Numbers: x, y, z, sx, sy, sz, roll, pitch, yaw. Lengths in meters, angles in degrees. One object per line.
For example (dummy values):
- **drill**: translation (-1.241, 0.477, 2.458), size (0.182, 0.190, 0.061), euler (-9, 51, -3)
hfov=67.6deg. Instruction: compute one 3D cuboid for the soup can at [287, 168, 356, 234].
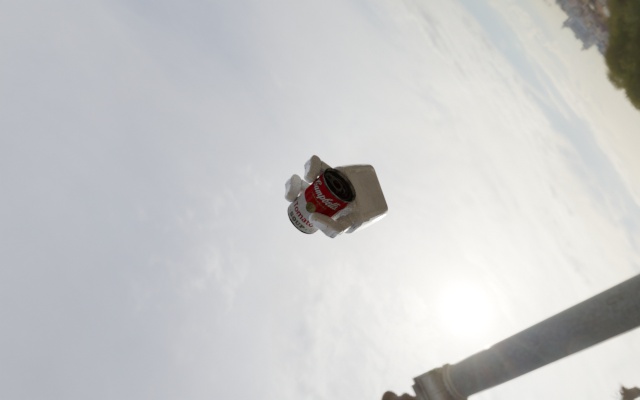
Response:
- **soup can**: translation (0.000, 0.003, 0.794), size (0.068, 0.068, 0.102), euler (0, -34, -49)
